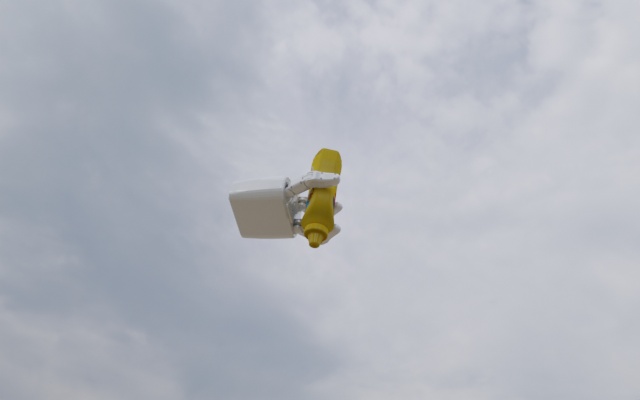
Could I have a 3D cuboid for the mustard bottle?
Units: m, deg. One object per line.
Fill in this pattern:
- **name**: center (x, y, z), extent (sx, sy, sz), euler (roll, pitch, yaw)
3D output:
- **mustard bottle**: center (0.001, 0.003, 0.855), extent (0.058, 0.191, 0.096), euler (13, -40, -4)
